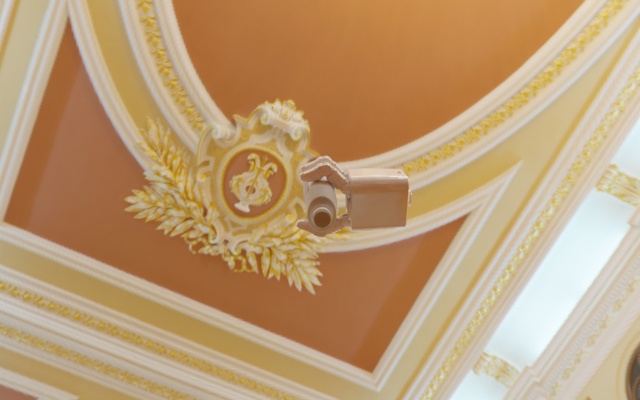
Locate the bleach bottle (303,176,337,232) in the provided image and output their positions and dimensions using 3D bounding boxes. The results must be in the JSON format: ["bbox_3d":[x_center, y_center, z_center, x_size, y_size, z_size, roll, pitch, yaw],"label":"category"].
[{"bbox_3d":[0.000,0.003,0.890,0.068,0.102,0.250,-1,17,-1],"label":"bleach bottle"}]
